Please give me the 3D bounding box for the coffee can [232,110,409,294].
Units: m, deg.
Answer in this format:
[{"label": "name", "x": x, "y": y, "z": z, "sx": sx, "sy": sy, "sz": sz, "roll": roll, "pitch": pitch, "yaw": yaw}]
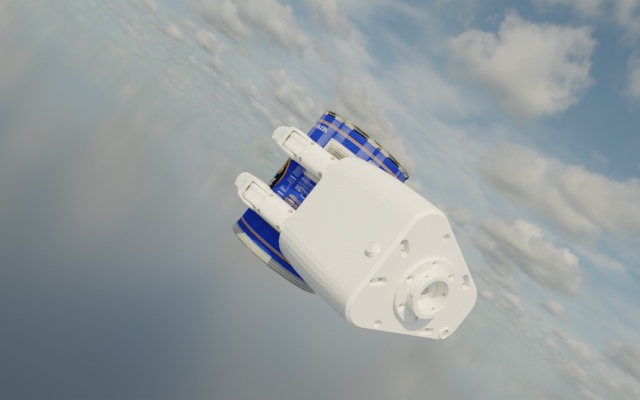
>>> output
[{"label": "coffee can", "x": 0.000, "y": 0.002, "z": 0.454, "sx": 0.103, "sy": 0.140, "sz": 0.103, "roll": 39, "pitch": 0, "yaw": 0}]
